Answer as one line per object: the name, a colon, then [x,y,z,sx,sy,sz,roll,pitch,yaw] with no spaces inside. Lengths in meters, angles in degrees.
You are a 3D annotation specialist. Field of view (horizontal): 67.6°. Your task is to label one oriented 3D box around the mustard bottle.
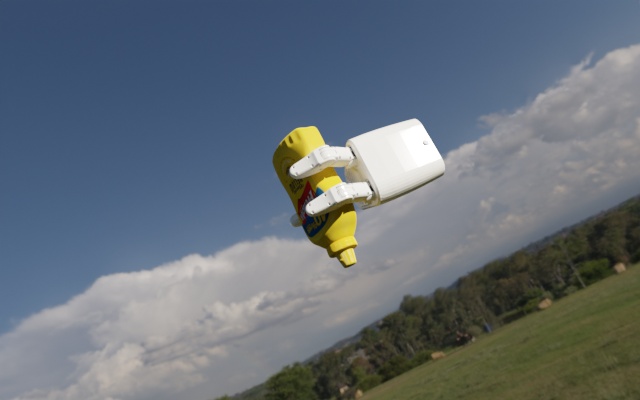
mustard bottle: [0.000,0.002,0.649,0.058,0.191,0.096,-12,-22,-37]
